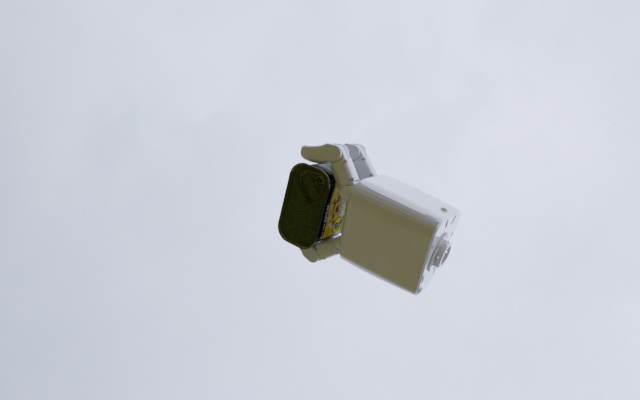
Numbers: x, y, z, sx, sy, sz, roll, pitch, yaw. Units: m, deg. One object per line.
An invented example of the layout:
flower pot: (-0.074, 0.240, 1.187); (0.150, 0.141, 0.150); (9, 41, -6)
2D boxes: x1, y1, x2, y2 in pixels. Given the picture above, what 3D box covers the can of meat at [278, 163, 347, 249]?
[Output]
can of meat: (0.000, 0.002, 0.601); (0.057, 0.102, 0.084); (23, 19, 27)
